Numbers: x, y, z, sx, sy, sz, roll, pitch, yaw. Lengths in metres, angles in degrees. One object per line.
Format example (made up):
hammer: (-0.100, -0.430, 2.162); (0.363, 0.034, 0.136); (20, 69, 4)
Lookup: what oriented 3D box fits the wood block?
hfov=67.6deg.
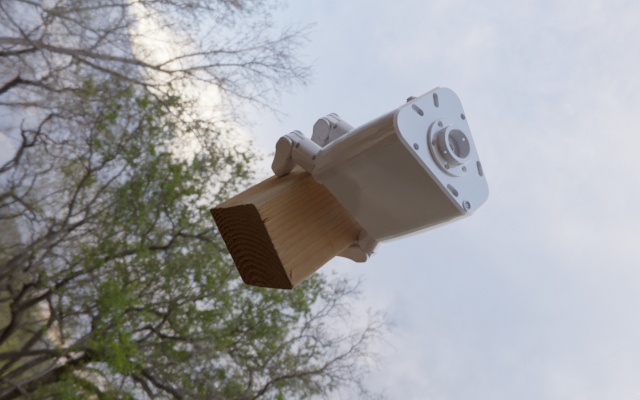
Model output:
wood block: (0.001, 0.002, 0.518); (0.206, 0.091, 0.090); (-32, 16, -37)
